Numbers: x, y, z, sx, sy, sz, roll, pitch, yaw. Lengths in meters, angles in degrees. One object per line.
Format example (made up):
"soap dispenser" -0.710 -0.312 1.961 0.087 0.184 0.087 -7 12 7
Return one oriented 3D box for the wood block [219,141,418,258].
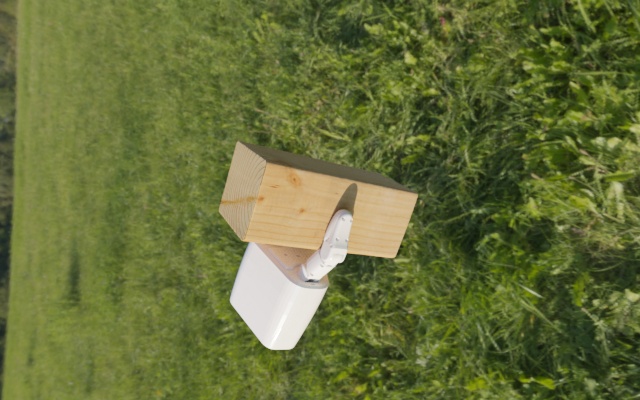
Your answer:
"wood block" 0.000 0.002 0.566 0.206 0.090 0.090 10 15 -32
